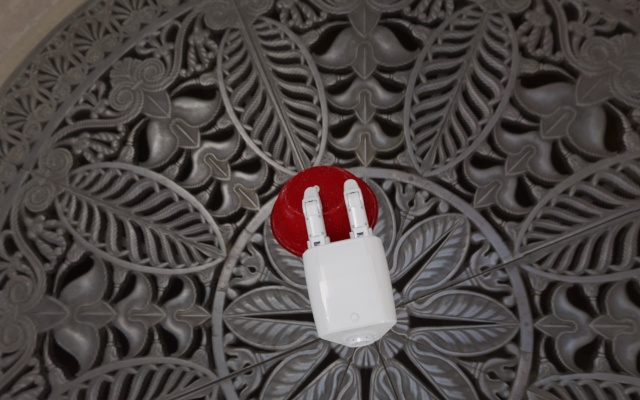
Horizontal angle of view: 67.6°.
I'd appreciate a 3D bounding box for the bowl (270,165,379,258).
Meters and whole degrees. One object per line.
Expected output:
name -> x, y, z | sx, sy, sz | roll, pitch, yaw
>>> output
bowl -> 0.000, 0.001, 0.681 | 0.162, 0.162, 0.055 | 0, -38, 13
